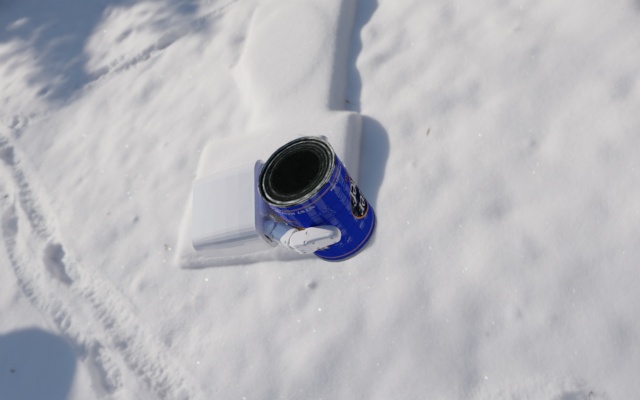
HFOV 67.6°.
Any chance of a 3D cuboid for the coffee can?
[{"bbox_3d":[0.000,0.002,0.607,0.103,0.102,0.140,0,-33,31],"label":"coffee can"}]
